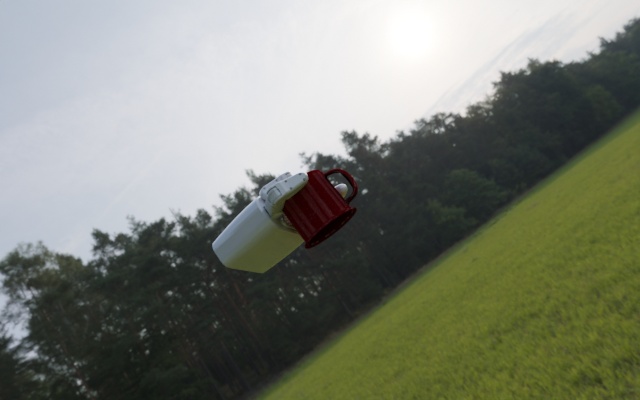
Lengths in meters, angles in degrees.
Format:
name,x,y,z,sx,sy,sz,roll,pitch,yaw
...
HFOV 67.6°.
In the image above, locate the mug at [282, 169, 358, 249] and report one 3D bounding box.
name,x,y,z,sx,sy,sz,roll,pitch,yaw
mug,0.001,0.001,0.687,0.117,0.081,0.093,-42,-14,15
